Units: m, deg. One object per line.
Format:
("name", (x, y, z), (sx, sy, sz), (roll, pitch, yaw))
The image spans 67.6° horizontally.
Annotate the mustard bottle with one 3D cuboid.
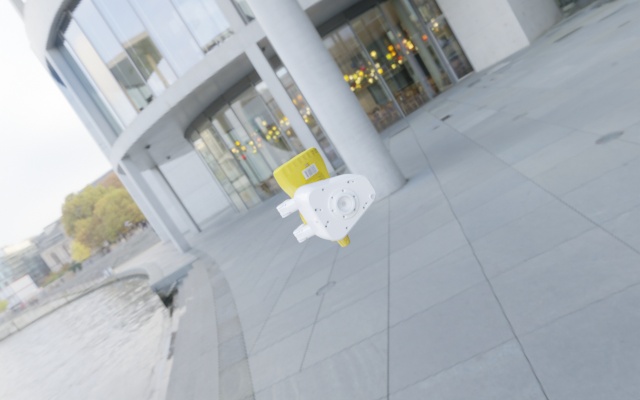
("mustard bottle", (0.000, 0.003, 0.891), (0.096, 0.191, 0.058), (-37, 9, -34))
